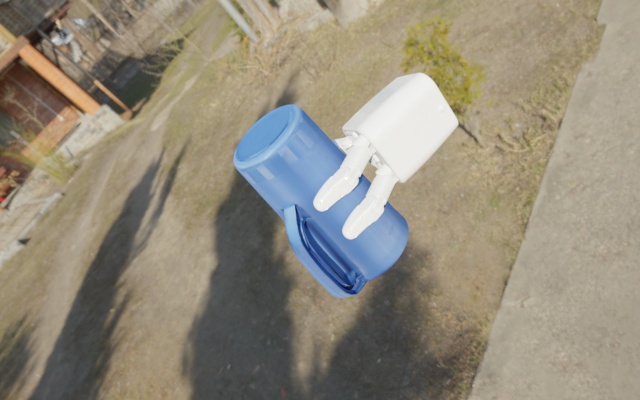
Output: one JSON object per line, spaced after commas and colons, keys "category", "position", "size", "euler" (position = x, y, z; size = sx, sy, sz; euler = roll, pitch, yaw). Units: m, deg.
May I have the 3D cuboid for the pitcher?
{"category": "pitcher", "position": [0.000, 0.002, 0.628], "size": [0.243, 0.145, 0.149], "euler": [47, -2, -30]}
